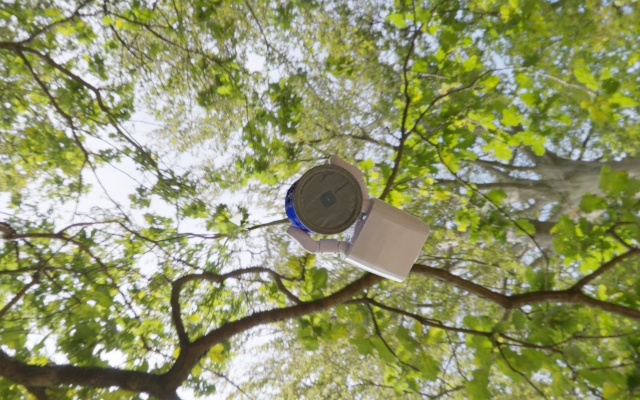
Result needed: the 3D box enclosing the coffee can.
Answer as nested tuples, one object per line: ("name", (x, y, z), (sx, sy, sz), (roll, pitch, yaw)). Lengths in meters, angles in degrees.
("coffee can", (0.000, 0.002, 0.752), (0.103, 0.103, 0.140), (0, -3, -10))
